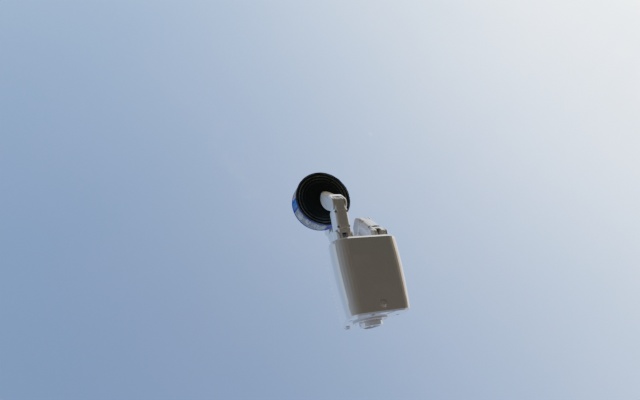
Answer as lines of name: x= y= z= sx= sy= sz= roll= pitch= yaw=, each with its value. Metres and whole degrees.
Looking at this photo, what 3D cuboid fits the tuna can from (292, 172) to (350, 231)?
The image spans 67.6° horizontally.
tuna can: x=0.000 y=0.003 z=0.732 sx=0.086 sy=0.086 sz=0.034 roll=0 pitch=-22 yaw=-18
